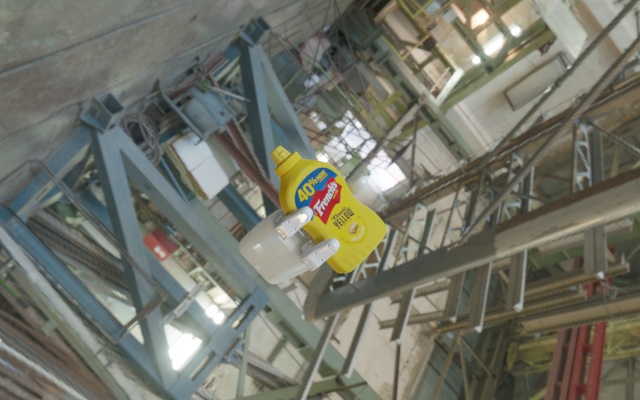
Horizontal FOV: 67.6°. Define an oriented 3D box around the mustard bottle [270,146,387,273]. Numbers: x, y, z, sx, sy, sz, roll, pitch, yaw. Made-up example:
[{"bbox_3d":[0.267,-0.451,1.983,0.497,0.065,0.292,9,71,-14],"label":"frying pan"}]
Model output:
[{"bbox_3d":[0.000,0.002,0.661,0.096,0.191,0.058,-44,8,-21],"label":"mustard bottle"}]
